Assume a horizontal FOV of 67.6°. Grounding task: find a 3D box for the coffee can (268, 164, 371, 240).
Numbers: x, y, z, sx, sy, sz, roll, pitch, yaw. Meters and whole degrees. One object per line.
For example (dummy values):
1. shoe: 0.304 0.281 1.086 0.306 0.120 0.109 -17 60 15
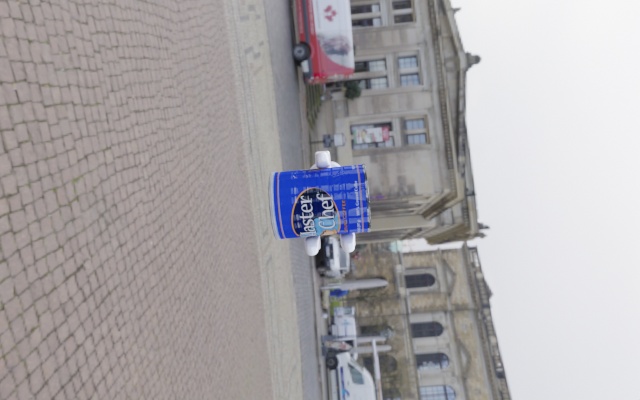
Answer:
1. coffee can: 0.000 0.002 0.712 0.140 0.103 0.103 -5 0 3
